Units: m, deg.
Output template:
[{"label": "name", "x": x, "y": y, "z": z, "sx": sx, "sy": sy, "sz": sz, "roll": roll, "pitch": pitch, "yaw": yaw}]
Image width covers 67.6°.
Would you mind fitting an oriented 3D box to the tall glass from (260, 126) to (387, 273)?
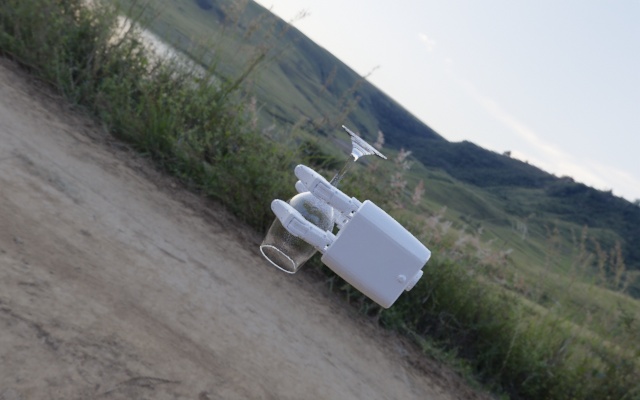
[{"label": "tall glass", "x": 0.000, "y": 0.001, "z": 0.647, "sx": 0.079, "sy": 0.201, "sz": 0.079, "roll": 36, "pitch": 9, "yaw": -6}]
